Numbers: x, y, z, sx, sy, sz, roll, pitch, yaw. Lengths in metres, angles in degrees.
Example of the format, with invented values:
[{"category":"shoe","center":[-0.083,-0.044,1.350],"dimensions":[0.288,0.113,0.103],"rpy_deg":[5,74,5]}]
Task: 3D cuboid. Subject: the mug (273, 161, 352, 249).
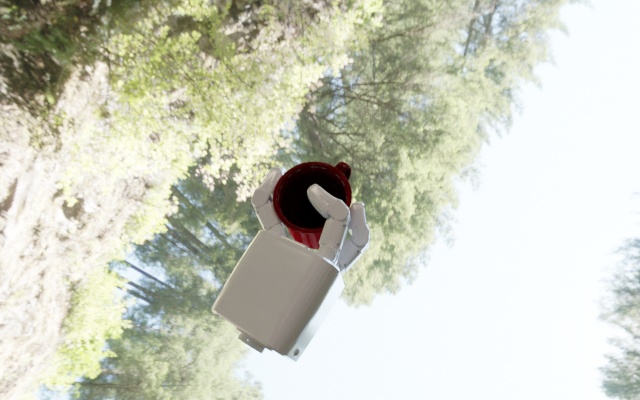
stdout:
[{"category":"mug","center":[0.001,0.001,0.597],"dimensions":[0.093,0.117,0.081],"rpy_deg":[30,-18,17]}]
